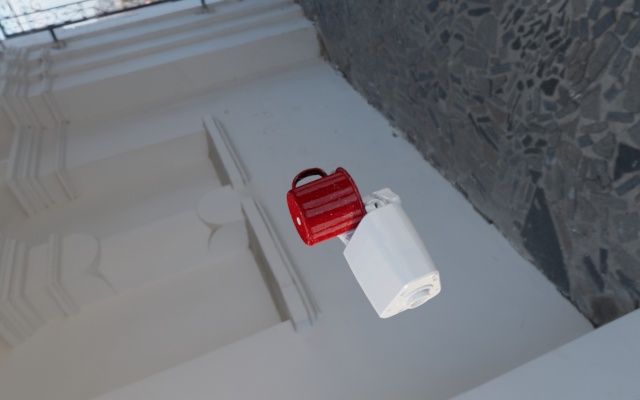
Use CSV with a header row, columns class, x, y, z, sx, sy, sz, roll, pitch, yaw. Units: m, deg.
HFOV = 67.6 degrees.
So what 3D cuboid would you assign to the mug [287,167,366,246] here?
class,x,y,z,sx,sy,sz,roll,pitch,yaw
mug,-0.001,0.001,0.655,0.081,0.117,0.093,-21,-30,-14
